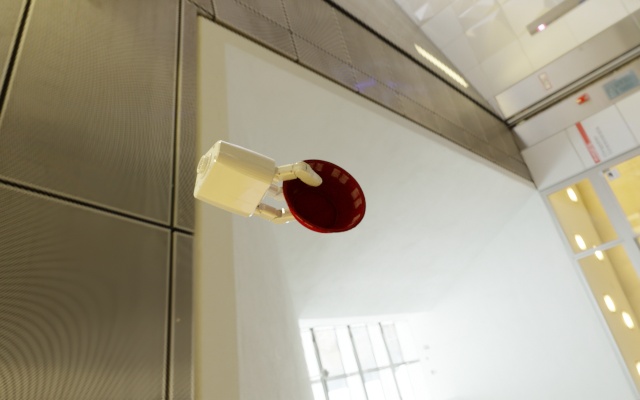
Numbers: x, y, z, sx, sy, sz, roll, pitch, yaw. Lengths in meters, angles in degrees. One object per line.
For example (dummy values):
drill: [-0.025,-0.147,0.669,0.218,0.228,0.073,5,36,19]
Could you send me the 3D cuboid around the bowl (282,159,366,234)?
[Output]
bowl: [0.001,0.004,0.877,0.162,0.162,0.055,0,-35,-24]
